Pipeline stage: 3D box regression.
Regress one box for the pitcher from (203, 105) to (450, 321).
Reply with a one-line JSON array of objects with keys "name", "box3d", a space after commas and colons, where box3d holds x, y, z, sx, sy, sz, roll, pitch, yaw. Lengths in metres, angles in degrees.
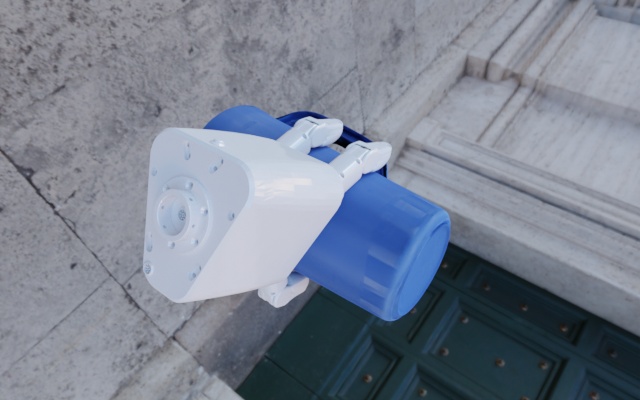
[{"name": "pitcher", "box3d": [0.000, 0.002, 0.464, 0.242, 0.149, 0.145, 28, 14, 27]}]
